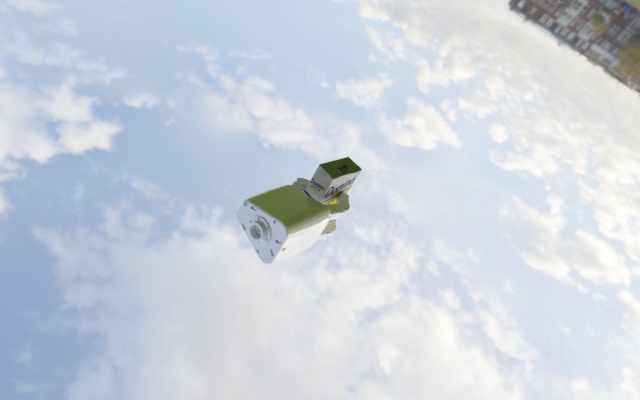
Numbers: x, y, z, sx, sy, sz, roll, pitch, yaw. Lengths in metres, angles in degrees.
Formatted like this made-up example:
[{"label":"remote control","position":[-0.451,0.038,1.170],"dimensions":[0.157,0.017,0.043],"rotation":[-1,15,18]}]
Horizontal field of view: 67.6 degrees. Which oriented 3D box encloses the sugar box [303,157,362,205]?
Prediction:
[{"label":"sugar box","position":[0.000,0.003,0.893],"dimensions":[0.093,0.048,0.176],"rotation":[-20,-29,-49]}]
